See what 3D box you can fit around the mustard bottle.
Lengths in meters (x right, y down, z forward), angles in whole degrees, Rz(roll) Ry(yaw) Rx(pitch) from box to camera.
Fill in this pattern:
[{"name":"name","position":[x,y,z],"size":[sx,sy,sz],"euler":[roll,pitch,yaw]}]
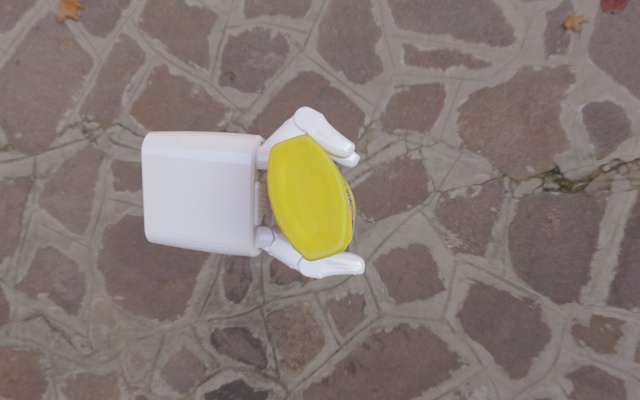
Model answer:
[{"name":"mustard bottle","position":[0.000,0.001,0.448],"size":[0.058,0.096,0.191],"euler":[-20,-5,5]}]
